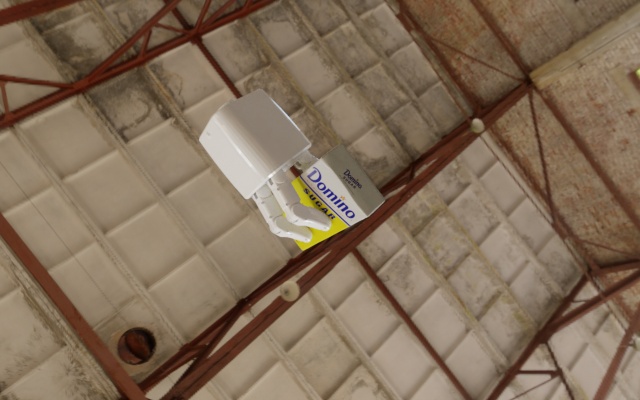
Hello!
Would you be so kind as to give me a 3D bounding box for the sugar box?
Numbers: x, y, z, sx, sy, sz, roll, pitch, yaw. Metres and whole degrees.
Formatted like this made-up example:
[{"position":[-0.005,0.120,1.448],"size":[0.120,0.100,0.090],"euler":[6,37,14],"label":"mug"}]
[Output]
[{"position":[0.000,0.002,0.649],"size":[0.048,0.093,0.176],"euler":[-39,2,-32],"label":"sugar box"}]
